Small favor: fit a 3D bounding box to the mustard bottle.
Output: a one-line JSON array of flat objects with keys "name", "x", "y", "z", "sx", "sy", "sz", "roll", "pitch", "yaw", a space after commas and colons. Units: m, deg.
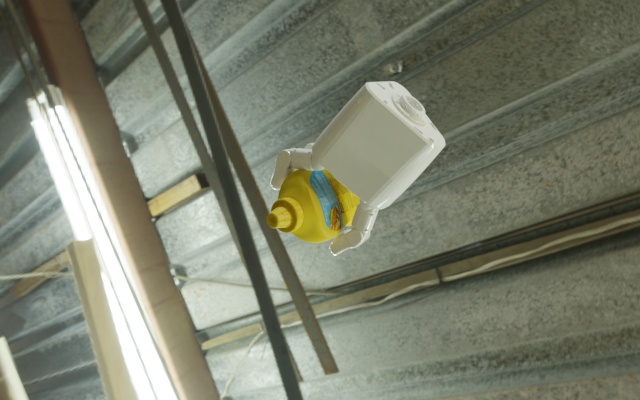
[{"name": "mustard bottle", "x": 0.000, "y": 0.002, "z": 0.611, "sx": 0.058, "sy": 0.096, "sz": 0.191, "roll": -19, "pitch": 1, "yaw": 37}]
